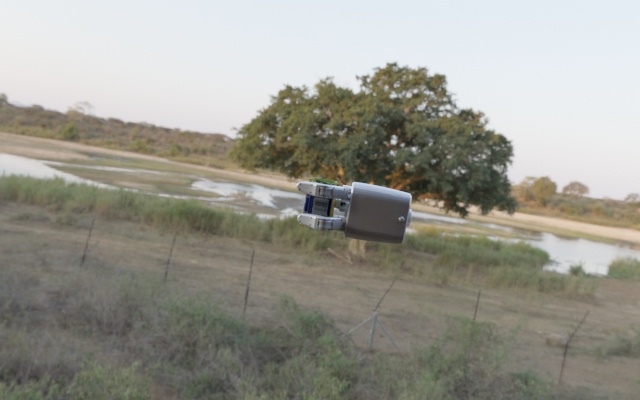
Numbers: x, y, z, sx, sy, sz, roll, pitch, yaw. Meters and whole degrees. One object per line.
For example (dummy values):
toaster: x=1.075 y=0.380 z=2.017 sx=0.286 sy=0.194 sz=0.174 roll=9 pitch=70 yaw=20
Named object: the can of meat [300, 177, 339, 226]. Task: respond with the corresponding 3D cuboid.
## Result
can of meat: x=0.000 y=0.003 z=0.883 sx=0.057 sy=0.084 sz=0.102 roll=10 pitch=5 yaw=4
